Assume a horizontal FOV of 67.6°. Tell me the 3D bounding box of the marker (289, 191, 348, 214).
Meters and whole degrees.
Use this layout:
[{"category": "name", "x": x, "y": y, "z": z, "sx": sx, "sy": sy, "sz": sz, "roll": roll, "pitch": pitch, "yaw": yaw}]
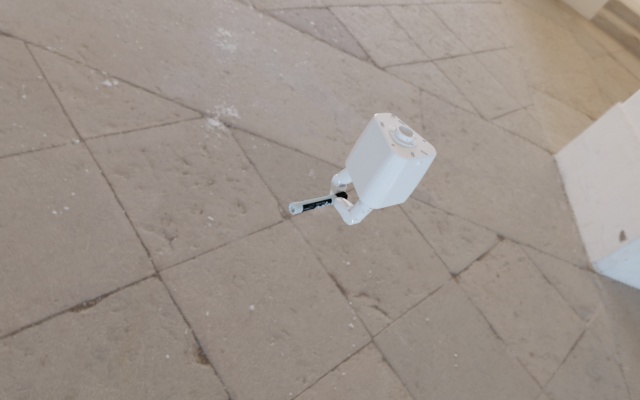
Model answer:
[{"category": "marker", "x": 0.000, "y": 0.003, "z": 0.809, "sx": 0.121, "sy": 0.020, "sz": 0.020, "roll": -13, "pitch": 8, "yaw": -38}]
